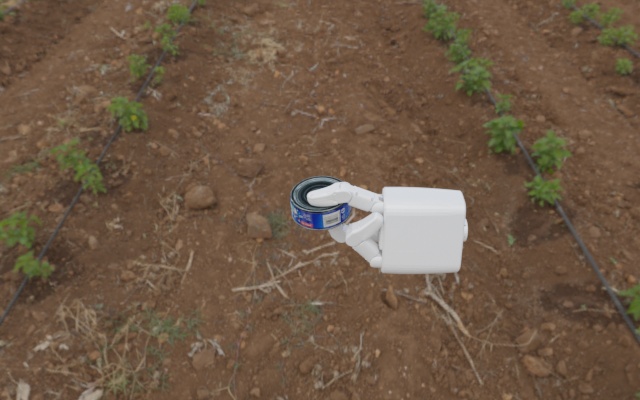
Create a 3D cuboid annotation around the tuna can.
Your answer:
[{"bbox_3d":[0.000,0.002,0.673,0.086,0.034,0.086,-3,38,3],"label":"tuna can"}]
